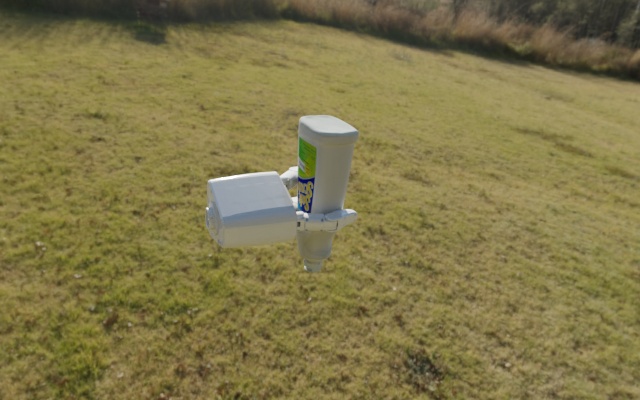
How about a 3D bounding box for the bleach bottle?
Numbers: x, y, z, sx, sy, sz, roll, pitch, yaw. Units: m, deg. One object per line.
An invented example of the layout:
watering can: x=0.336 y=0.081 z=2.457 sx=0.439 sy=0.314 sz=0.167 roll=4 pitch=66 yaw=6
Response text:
bleach bottle: x=0.000 y=0.002 z=0.738 sx=0.068 sy=0.251 sz=0.102 roll=-7 pitch=27 yaw=-24
